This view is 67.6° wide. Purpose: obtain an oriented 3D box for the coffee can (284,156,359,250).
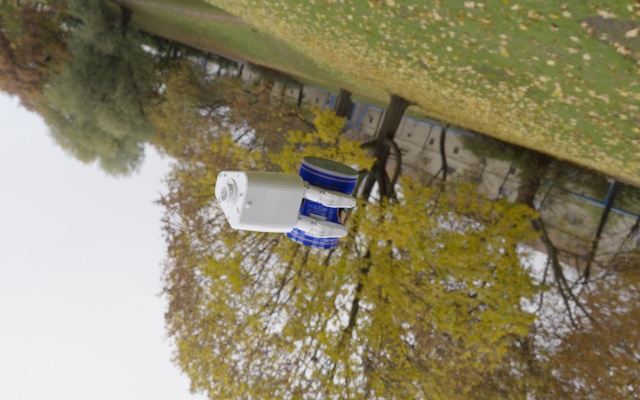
[{"bbox_3d":[0.000,0.003,0.852,0.103,0.140,0.102,15,14,-4],"label":"coffee can"}]
